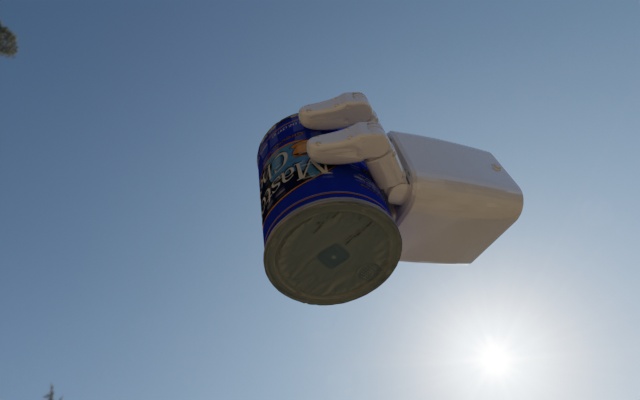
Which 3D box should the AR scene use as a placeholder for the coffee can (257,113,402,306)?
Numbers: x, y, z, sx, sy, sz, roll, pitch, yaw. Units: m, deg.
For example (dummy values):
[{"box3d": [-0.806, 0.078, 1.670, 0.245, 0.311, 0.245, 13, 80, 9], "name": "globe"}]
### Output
[{"box3d": [0.000, 0.001, 0.403, 0.103, 0.103, 0.140, 0, 36, -10], "name": "coffee can"}]
